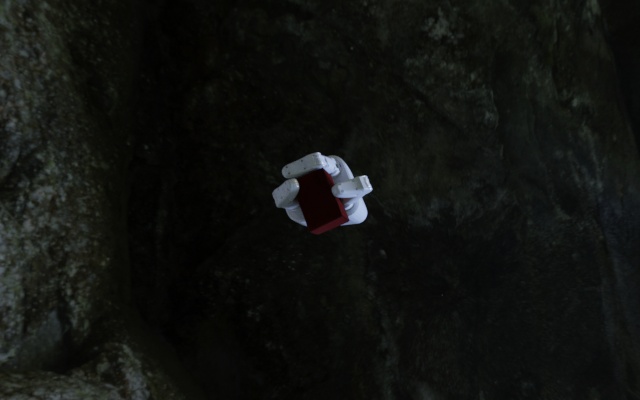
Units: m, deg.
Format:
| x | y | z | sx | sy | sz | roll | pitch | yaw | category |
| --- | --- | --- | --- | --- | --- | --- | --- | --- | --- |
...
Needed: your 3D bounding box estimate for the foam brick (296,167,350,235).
| x | y | z | sx | sy | sz | roll | pitch | yaw | category |
| --- | --- | --- | --- | --- | --- | --- | --- | --- | --- |
| 0.000 | 0.002 | 0.673 | 0.053 | 0.078 | 0.051 | -24 | -16 | 9 | foam brick |
